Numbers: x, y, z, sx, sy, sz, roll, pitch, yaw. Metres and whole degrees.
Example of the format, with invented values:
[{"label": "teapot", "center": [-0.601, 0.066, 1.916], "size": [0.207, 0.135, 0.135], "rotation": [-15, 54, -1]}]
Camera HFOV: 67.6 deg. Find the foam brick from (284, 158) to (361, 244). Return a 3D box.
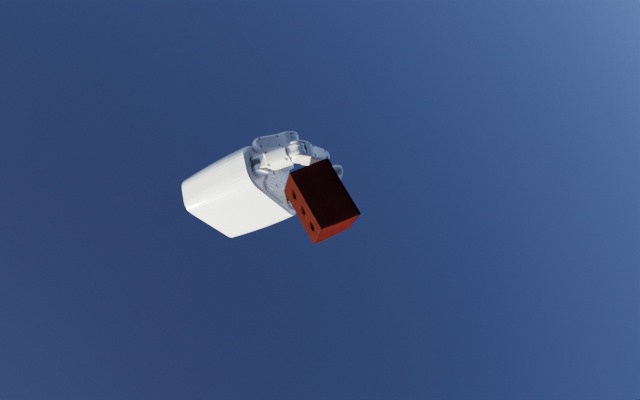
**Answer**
[{"label": "foam brick", "center": [0.000, 0.002, 0.553], "size": [0.051, 0.078, 0.053], "rotation": [-24, -17, -21]}]
